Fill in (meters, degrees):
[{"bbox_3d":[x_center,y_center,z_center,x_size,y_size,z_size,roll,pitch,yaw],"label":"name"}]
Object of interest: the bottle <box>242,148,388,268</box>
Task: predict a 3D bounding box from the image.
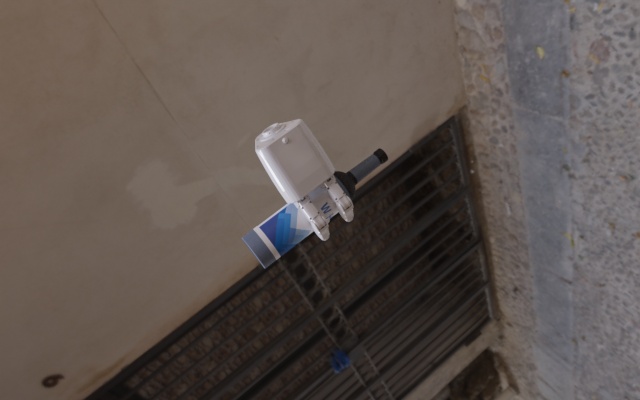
[{"bbox_3d":[0.000,0.003,0.842,0.295,0.069,0.069,-37,8,-11],"label":"bottle"}]
